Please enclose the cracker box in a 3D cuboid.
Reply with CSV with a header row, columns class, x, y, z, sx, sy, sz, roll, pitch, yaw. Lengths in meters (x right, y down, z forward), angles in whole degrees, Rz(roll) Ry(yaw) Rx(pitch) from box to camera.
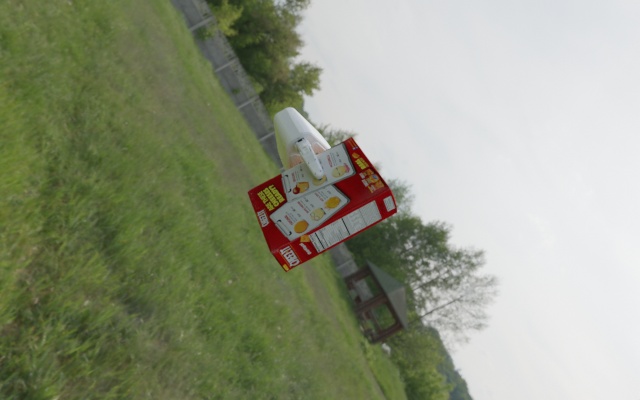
class,x,y,z,sx,sy,sz,roll,pitch,yaw
cracker box,0.000,0.002,0.816,0.213,0.072,0.164,-29,44,0
